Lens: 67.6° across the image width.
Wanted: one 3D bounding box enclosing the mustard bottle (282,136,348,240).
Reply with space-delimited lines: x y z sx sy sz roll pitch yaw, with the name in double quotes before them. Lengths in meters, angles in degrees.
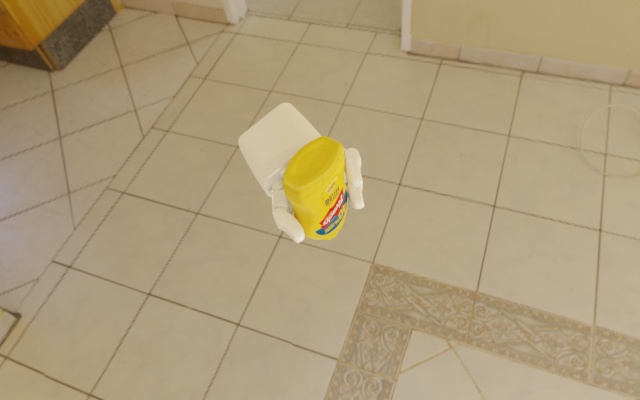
"mustard bottle" 0.000 0.002 0.690 0.058 0.096 0.192 27 -27 24
